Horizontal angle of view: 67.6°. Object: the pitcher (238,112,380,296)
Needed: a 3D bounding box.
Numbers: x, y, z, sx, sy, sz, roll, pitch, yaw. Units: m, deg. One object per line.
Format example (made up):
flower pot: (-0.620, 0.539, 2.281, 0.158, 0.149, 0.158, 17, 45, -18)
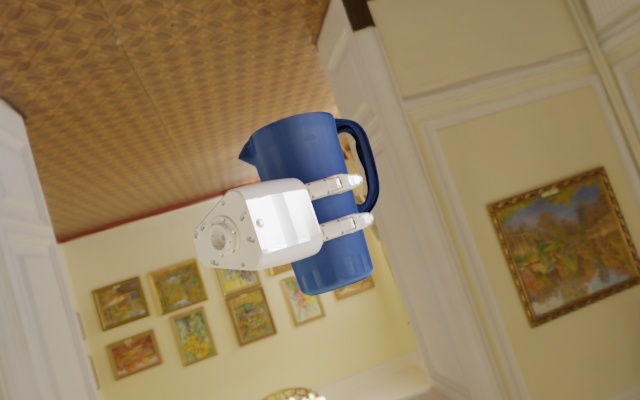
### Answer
pitcher: (0.000, 0.002, 0.685, 0.149, 0.243, 0.145, -22, -7, 35)
